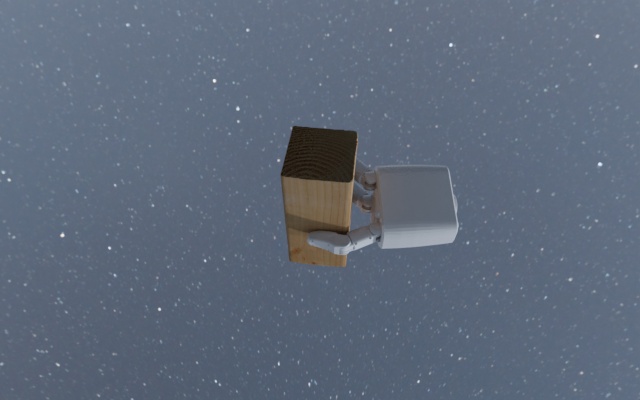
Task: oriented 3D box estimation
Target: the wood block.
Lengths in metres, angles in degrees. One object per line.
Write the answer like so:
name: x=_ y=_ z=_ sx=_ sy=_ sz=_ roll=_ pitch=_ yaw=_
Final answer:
wood block: x=0.000 y=0.003 z=0.681 sx=0.090 sy=0.090 sz=0.206 roll=6 pitch=-37 yaw=5
